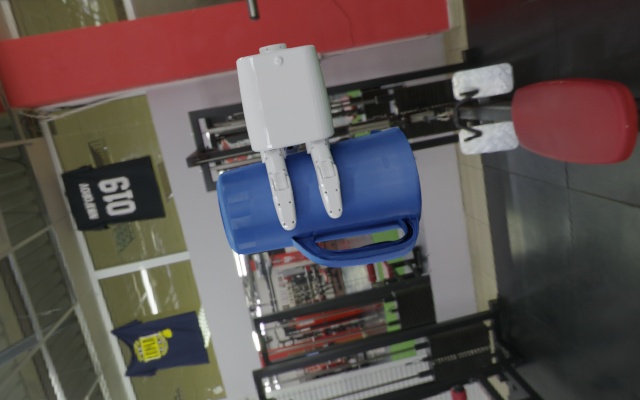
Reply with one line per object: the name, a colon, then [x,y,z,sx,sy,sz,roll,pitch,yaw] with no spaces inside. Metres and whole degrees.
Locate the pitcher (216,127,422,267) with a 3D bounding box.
pitcher: [0.000,0.002,0.606,0.243,0.145,0.149,-12,14,-5]
